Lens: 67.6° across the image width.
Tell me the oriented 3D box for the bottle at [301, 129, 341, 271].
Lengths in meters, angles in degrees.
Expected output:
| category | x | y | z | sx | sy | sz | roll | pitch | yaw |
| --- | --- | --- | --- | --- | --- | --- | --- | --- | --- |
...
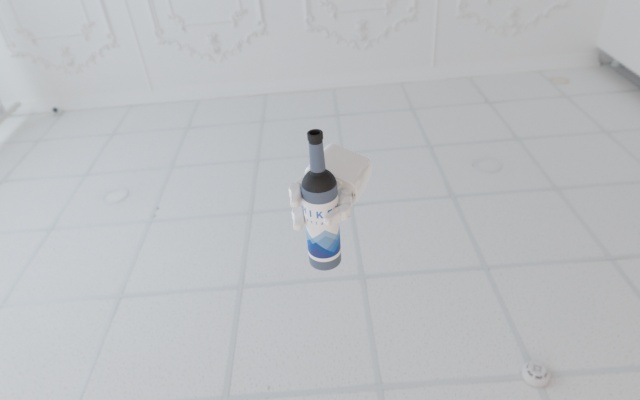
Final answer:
| category | x | y | z | sx | sy | sz | roll | pitch | yaw |
| --- | --- | --- | --- | --- | --- | --- | --- | --- | --- |
| bottle | 0.000 | 0.003 | 0.899 | 0.069 | 0.296 | 0.069 | -3 | 36 | 2 |
